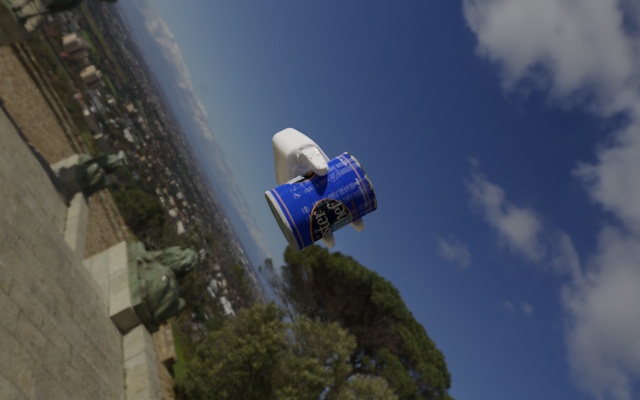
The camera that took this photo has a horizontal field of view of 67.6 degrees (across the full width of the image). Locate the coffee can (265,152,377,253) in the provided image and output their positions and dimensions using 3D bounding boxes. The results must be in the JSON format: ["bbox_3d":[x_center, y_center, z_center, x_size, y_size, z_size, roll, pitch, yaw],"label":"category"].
[{"bbox_3d":[0.000,0.002,0.728,0.140,0.103,0.103,-27,5,-10],"label":"coffee can"}]
